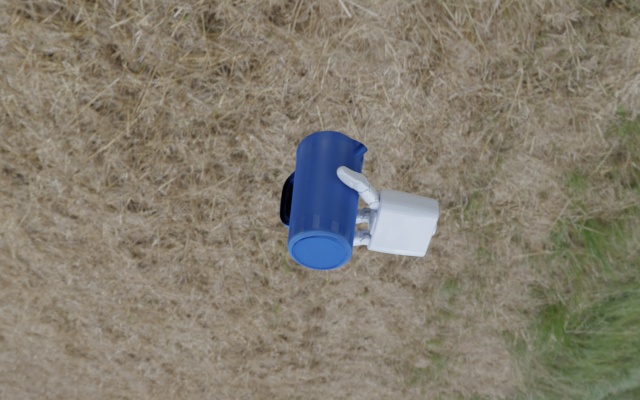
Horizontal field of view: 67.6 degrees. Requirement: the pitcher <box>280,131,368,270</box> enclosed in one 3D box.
[{"bbox_3d":[0.000,0.003,0.862,0.145,0.242,0.149,11,-43,-5],"label":"pitcher"}]
